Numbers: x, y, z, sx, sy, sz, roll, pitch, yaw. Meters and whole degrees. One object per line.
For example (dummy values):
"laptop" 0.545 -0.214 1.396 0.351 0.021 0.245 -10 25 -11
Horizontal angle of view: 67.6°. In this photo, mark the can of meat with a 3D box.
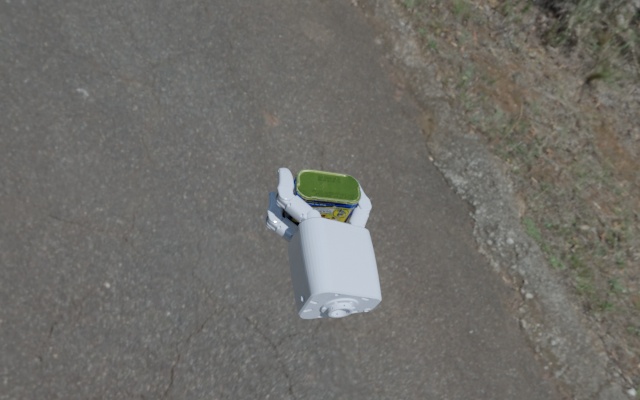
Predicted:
"can of meat" 0.000 0.002 0.701 0.102 0.057 0.084 6 -36 -17
